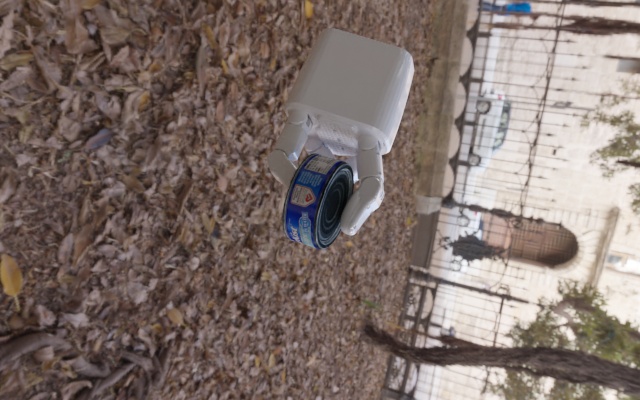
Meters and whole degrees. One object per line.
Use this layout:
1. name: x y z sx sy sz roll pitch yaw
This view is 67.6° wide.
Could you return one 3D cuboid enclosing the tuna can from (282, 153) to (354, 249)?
1. tuna can: 0.001 0.002 0.445 0.034 0.086 0.086 17 6 21
